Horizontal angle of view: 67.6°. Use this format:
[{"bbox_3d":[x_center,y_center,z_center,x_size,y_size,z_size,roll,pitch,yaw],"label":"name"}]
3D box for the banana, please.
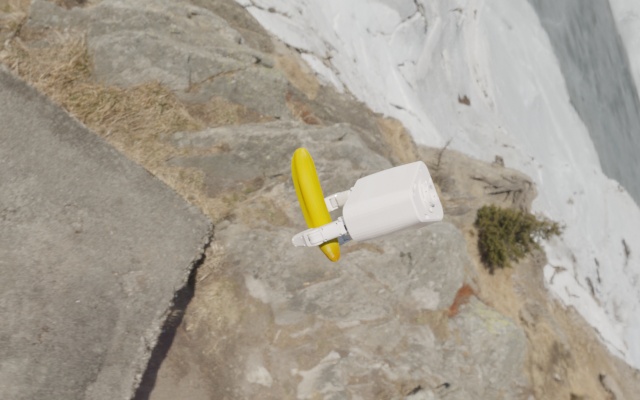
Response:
[{"bbox_3d":[-0.009,-0.004,0.728,0.037,0.197,0.069,-23,-19,22],"label":"banana"}]
